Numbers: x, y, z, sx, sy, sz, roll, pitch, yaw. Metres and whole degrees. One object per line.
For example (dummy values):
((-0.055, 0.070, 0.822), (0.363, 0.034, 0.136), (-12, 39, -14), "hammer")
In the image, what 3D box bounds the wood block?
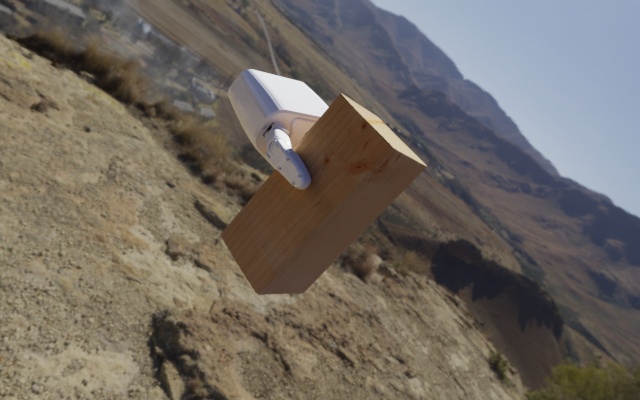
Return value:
((0.000, 0.001, 0.518), (0.090, 0.206, 0.091), (52, 20, 28), "wood block")
